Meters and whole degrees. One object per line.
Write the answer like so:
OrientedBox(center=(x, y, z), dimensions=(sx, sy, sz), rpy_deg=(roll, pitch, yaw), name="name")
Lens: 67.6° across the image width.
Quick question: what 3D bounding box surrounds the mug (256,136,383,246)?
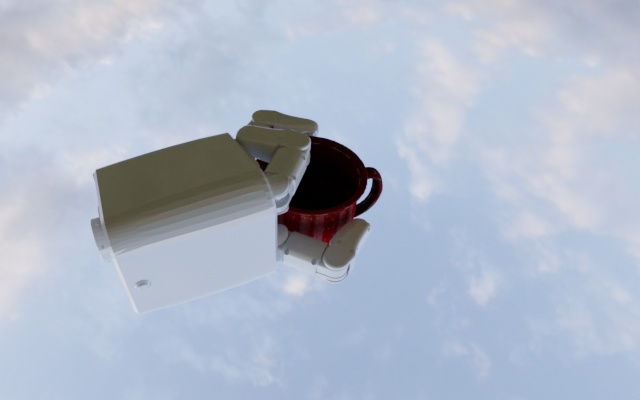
OrientedBox(center=(0.001, 0.001, 0.419), dimensions=(0.117, 0.082, 0.093), rpy_deg=(-16, 50, -19), name="mug")
